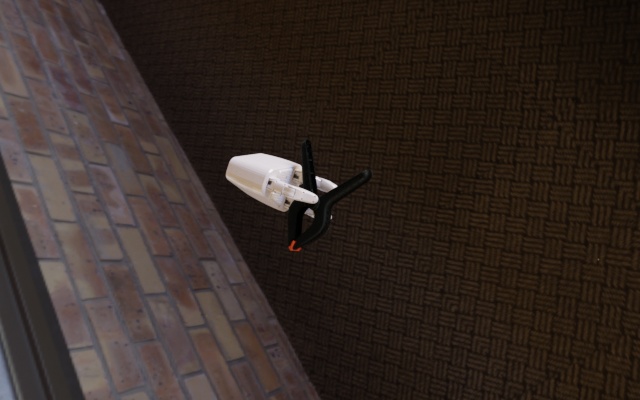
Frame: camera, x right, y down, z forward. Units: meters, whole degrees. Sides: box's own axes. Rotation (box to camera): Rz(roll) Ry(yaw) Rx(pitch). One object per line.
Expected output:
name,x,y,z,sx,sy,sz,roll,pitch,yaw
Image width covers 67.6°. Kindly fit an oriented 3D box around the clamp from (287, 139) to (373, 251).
clamp,-0.001,0.003,0.892,0.164,0.210,0.036,22,5,33
